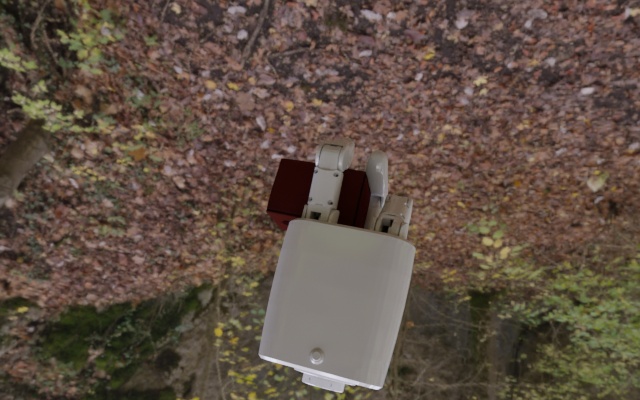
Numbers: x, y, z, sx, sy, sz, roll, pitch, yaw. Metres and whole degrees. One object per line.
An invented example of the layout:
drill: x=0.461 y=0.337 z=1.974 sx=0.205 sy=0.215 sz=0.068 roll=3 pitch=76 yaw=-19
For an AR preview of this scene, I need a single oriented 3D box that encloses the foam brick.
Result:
foam brick: x=0.000 y=0.001 z=0.415 sx=0.078 sy=0.051 sz=0.053 roll=10 pitch=-17 yaw=15
